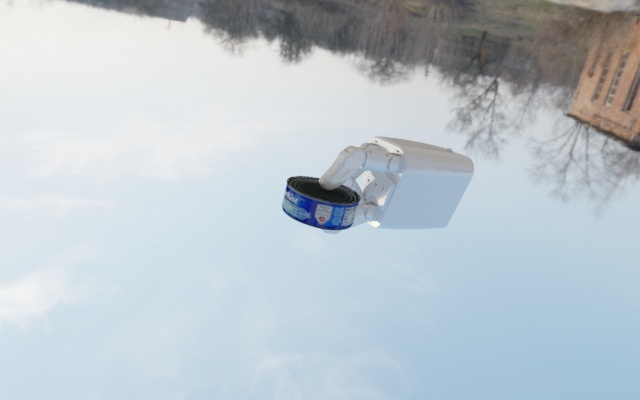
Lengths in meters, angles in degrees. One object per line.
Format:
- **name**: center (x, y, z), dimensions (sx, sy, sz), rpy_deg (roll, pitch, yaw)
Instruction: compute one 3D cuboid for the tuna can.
- **tuna can**: center (0.000, 0.002, 0.540), dimensions (0.086, 0.034, 0.086), rpy_deg (13, 17, -4)
